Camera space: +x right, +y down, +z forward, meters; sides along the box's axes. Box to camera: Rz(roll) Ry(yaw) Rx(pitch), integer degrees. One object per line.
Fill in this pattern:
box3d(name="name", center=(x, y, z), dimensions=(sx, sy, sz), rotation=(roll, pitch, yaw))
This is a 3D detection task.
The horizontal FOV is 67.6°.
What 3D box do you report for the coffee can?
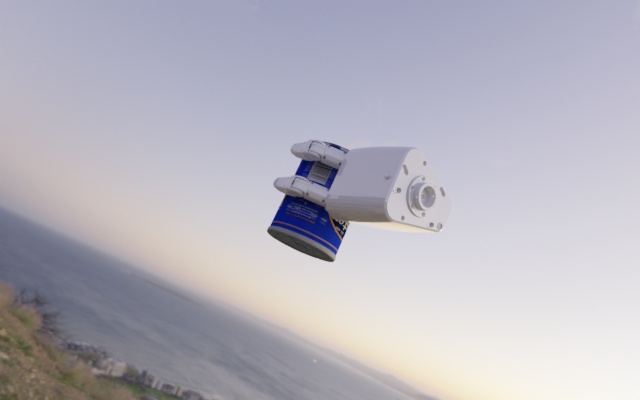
box3d(name="coffee can", center=(0.000, 0.002, 0.675), dimensions=(0.103, 0.140, 0.103), rotation=(23, -14, 6))
